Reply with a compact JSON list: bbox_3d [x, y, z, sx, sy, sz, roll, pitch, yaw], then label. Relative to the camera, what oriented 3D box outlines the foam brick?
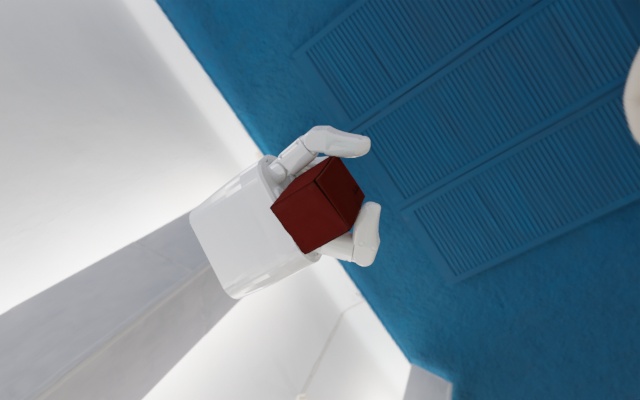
[{"bbox_3d":[0.000,0.001,0.425,0.051,0.053,0.078,-30,11,24],"label":"foam brick"}]
